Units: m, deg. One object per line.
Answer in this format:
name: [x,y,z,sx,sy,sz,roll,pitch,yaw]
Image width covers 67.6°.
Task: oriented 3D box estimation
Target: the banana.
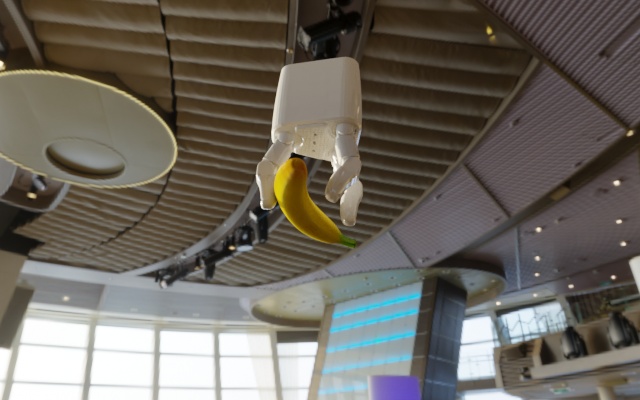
banana: [-0.016,0.005,0.574,0.069,0.037,0.198,-5,-30,22]
